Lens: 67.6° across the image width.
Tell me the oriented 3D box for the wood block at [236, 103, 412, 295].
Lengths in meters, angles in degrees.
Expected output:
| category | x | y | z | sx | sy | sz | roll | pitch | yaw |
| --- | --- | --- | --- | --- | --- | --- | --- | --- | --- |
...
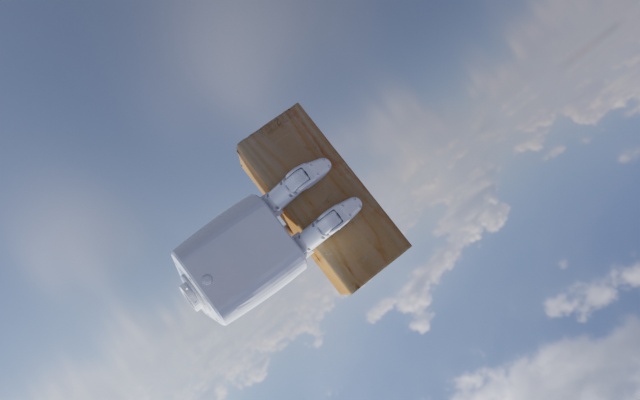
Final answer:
| category | x | y | z | sx | sy | sz | roll | pitch | yaw |
| --- | --- | --- | --- | --- | --- | --- | --- | --- | --- |
| wood block | 0.000 | 0.002 | 0.566 | 0.090 | 0.206 | 0.091 | -37 | -5 | -11 |
